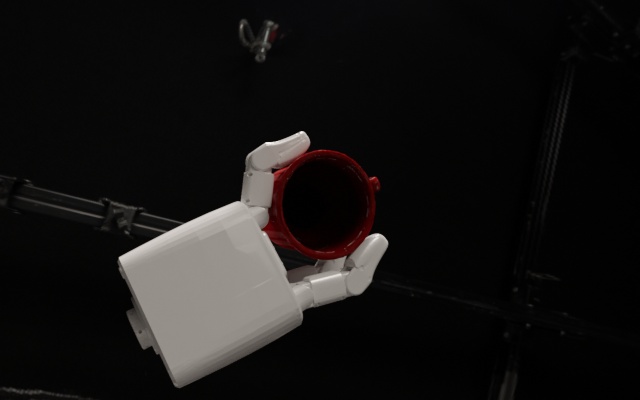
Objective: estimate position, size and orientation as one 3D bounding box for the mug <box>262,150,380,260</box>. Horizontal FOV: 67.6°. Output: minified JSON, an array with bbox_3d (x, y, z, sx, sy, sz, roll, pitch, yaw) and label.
[{"bbox_3d":[0.001,0.001,0.443,0.117,0.093,0.081,-23,7,-24],"label":"mug"}]
